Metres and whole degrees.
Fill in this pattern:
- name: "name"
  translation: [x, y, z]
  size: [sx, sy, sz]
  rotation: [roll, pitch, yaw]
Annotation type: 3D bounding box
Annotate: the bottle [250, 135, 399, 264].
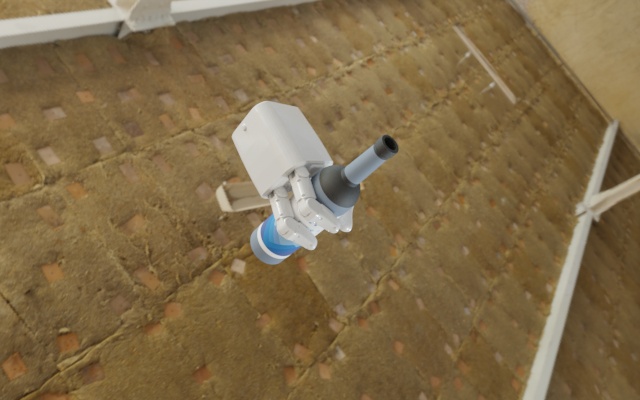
- name: "bottle"
  translation: [0.000, 0.002, 0.672]
  size: [0.069, 0.069, 0.296]
  rotation: [0, -29, -41]
